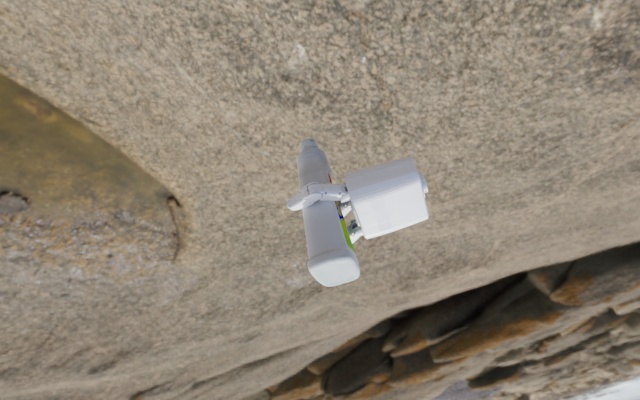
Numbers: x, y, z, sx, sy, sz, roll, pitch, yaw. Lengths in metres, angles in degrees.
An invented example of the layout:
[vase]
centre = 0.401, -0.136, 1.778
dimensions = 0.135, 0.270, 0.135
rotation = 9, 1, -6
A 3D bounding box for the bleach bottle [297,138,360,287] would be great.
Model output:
[bleach bottle]
centre = 0.000, 0.003, 0.756
dimensions = 0.068, 0.250, 0.103
rotation = -17, -31, 8
